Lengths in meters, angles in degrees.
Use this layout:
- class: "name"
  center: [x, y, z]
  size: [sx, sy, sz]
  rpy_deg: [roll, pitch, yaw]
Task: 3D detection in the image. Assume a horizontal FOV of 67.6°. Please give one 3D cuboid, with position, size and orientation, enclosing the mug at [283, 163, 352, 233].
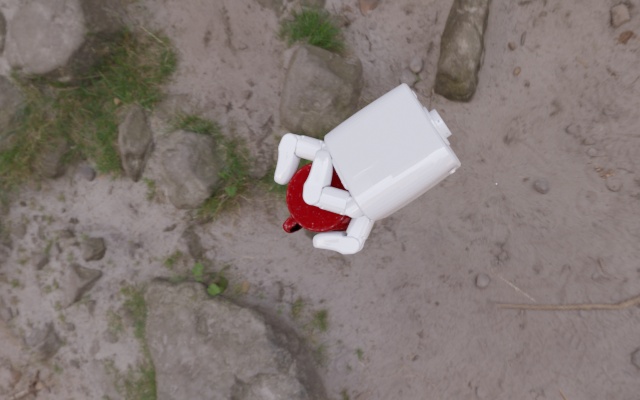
- class: "mug"
  center: [-0.001, 0.003, 0.586]
  size: [0.117, 0.093, 0.081]
  rpy_deg: [-36, -10, 17]
